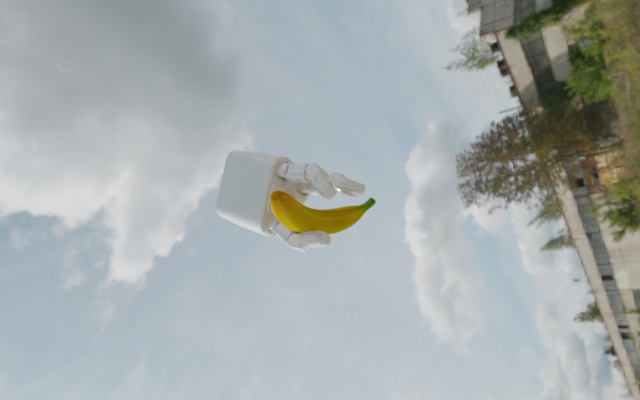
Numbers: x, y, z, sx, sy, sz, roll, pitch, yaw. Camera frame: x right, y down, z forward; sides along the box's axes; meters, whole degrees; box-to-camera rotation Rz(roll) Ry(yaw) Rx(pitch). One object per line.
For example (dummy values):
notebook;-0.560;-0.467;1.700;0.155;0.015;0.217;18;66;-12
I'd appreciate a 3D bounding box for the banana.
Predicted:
banana;-0.005;0.018;0.657;0.198;0.070;0.037;2;30;-48
